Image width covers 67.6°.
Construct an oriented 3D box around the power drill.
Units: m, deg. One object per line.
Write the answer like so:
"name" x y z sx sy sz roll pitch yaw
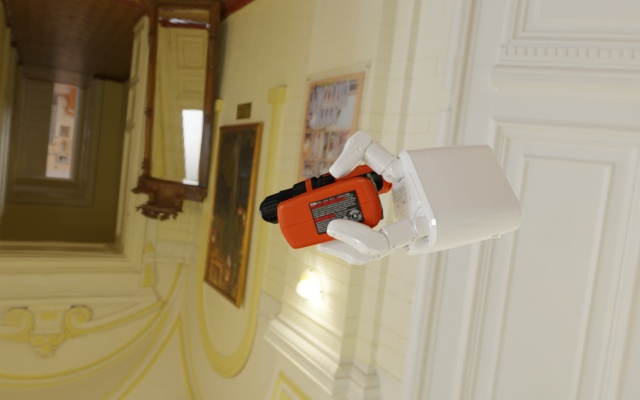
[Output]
"power drill" 0.000 0.002 0.572 0.184 0.057 0.187 -19 10 7
